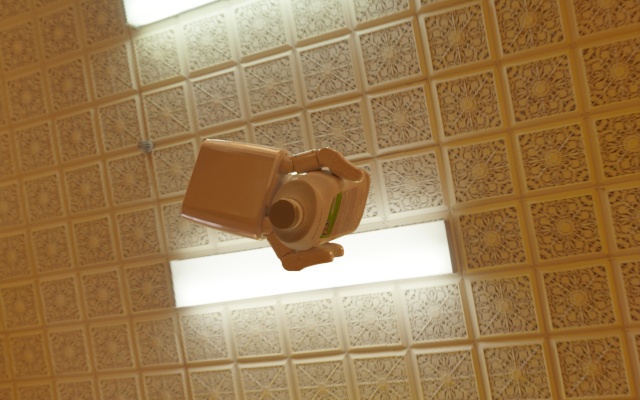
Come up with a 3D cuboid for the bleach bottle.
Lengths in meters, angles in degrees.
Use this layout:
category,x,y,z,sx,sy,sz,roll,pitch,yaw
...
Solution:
category,x,y,z,sx,sy,sz,roll,pitch,yaw
bleach bottle,0.000,0.002,0.574,0.068,0.102,0.251,13,5,16
